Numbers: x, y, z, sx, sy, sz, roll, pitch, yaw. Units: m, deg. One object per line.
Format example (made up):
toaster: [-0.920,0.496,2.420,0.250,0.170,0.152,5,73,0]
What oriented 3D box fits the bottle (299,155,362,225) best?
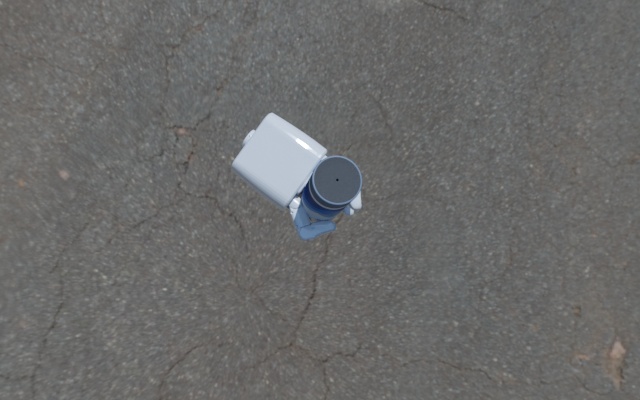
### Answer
bottle: [0.000,0.003,0.760,0.069,0.069,0.296,0,-11,-9]
